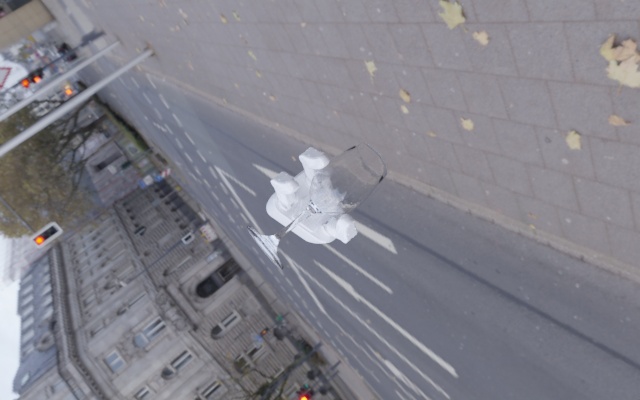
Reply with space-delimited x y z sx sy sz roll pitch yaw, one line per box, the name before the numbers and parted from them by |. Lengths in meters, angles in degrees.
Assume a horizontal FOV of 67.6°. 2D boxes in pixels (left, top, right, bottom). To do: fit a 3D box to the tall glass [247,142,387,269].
tall glass | 0.000 0.003 0.660 0.201 0.079 0.079 -39 12 -15
